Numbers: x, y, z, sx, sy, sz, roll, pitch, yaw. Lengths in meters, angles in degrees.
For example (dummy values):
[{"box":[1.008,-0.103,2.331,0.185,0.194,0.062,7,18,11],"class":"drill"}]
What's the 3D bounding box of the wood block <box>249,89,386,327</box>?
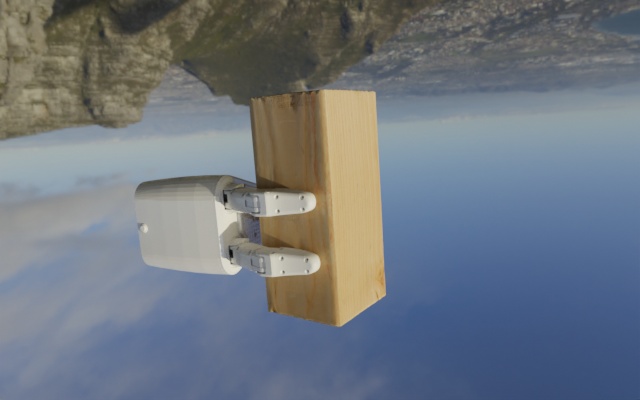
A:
[{"box":[0.000,0.002,0.465,0.090,0.206,0.091,2,11,35],"class":"wood block"}]
